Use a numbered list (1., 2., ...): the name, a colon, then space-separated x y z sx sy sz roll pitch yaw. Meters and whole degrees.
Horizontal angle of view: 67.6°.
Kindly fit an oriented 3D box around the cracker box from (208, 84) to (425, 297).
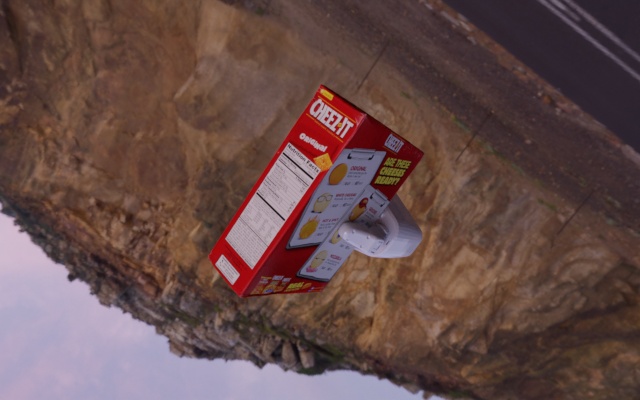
1. cracker box: 0.000 0.002 0.521 0.072 0.214 0.164 41 13 28
